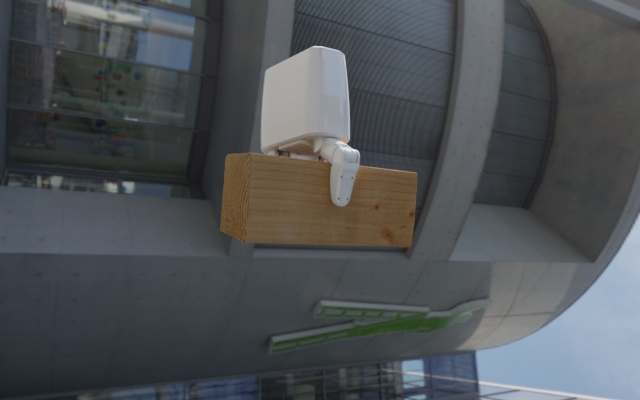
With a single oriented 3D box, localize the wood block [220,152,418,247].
[{"bbox_3d":[0.000,0.001,0.549,0.206,0.090,0.091,4,2,-27],"label":"wood block"}]
